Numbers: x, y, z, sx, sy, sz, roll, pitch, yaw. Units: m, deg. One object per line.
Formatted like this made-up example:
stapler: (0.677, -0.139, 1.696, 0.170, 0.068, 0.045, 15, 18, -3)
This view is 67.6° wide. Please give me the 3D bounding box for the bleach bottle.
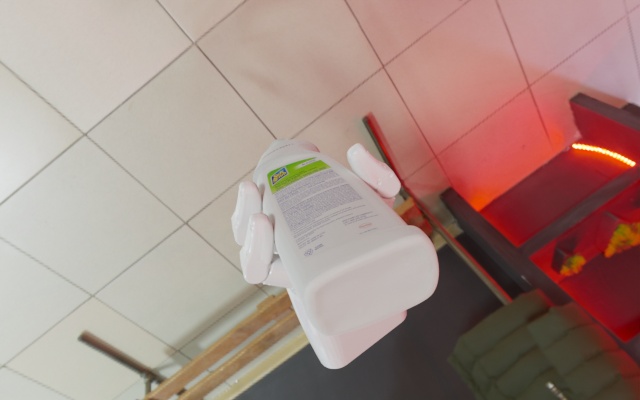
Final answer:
bleach bottle: (0.000, 0.001, 0.426, 0.102, 0.068, 0.250, -21, 34, -6)
